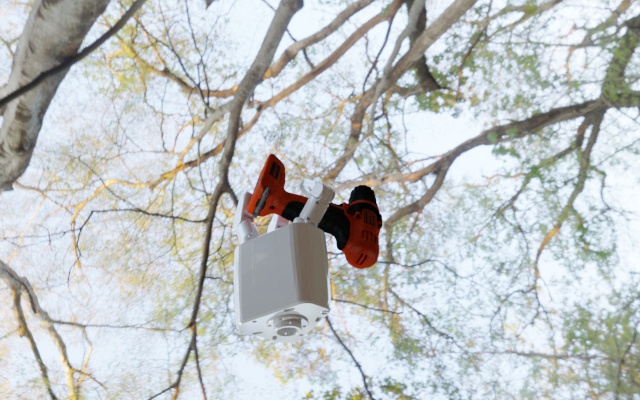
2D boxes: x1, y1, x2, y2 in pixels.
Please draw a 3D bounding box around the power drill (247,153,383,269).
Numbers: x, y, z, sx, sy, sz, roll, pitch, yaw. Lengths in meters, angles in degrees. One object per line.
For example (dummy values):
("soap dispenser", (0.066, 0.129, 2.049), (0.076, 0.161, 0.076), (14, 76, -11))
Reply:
("power drill", (0.000, 0.002, 0.677), (0.187, 0.057, 0.184), (23, 28, -8))
